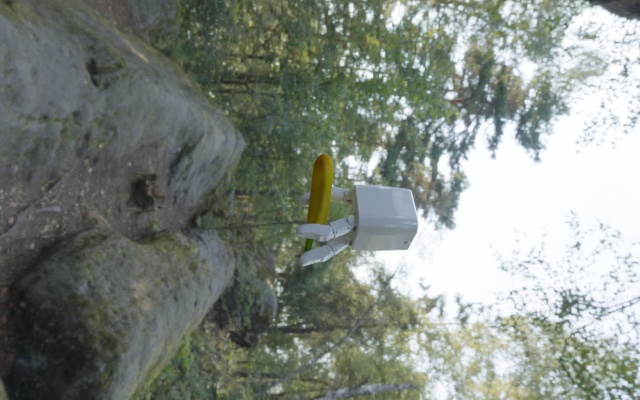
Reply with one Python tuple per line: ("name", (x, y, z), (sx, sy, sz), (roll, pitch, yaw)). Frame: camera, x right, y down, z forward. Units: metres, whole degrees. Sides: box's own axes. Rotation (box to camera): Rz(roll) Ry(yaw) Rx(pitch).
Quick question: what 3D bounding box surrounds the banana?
("banana", (0.000, -0.006, 0.809), (0.037, 0.198, 0.069), (5, 36, -3))
